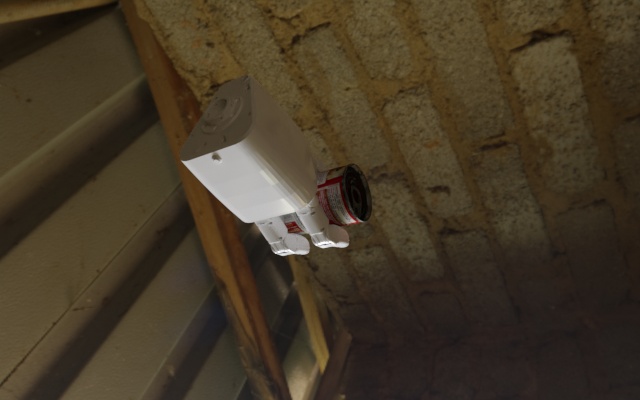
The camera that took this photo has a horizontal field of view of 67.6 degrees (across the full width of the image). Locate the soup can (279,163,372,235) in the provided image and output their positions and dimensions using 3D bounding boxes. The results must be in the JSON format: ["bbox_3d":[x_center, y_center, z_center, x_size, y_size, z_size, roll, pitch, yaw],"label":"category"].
[{"bbox_3d":[0.000,0.002,0.561,0.102,0.068,0.068,-14,-7,28],"label":"soup can"}]
